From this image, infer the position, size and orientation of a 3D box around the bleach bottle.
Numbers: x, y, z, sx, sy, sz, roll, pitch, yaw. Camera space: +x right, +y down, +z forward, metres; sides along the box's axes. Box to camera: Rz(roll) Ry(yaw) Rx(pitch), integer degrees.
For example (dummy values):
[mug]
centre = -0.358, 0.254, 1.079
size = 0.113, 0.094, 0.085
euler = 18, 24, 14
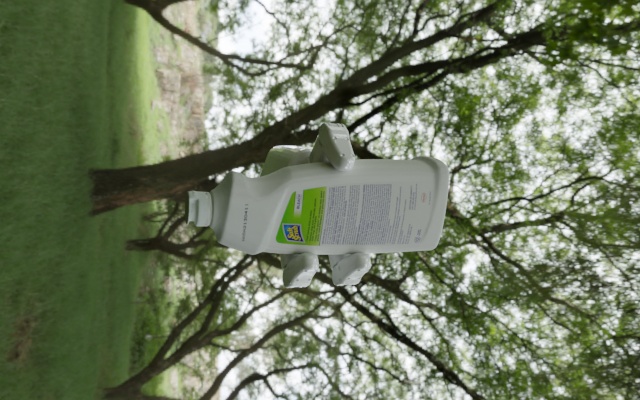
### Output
[bleach bottle]
centre = 0.000, 0.002, 0.463
size = 0.251, 0.102, 0.068
euler = 2, 10, -22
